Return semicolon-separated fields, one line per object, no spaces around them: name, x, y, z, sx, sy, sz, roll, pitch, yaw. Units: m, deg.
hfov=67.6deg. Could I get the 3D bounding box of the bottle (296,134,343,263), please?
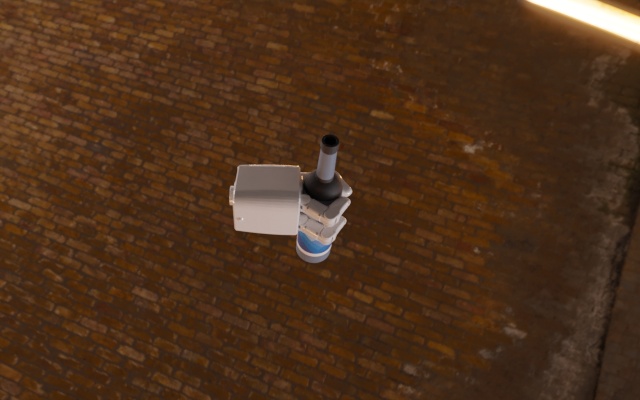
bottle;0.000;0.003;0.813;0.069;0.069;0.296;0;-38;-7
